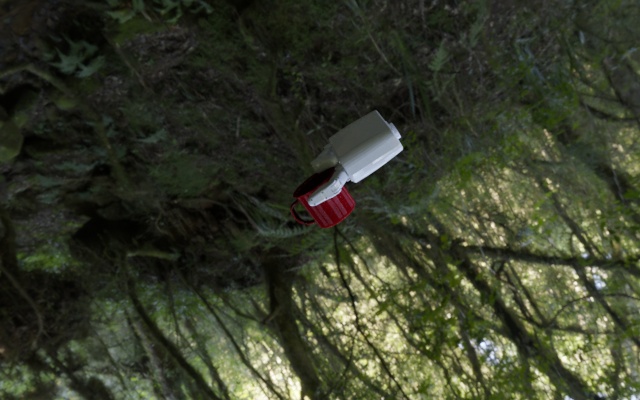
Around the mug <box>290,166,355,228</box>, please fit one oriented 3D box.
[{"bbox_3d":[-0.001,0.004,0.880,0.117,0.081,0.093,-33,16,10],"label":"mug"}]
